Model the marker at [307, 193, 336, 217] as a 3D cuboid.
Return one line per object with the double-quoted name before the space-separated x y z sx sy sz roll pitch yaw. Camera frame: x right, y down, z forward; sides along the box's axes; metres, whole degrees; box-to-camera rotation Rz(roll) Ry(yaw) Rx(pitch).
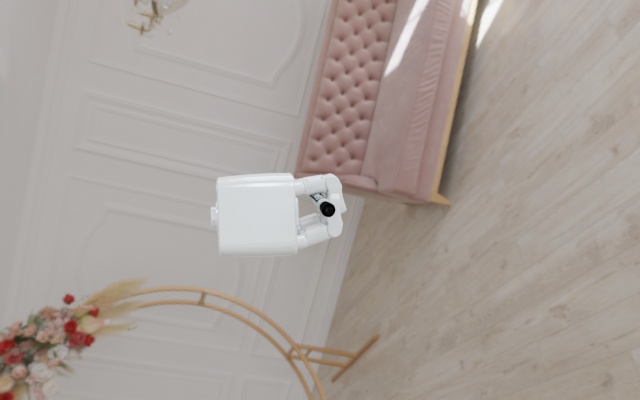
"marker" 0.000 0.002 0.655 0.020 0.020 0.121 0 11 -11
